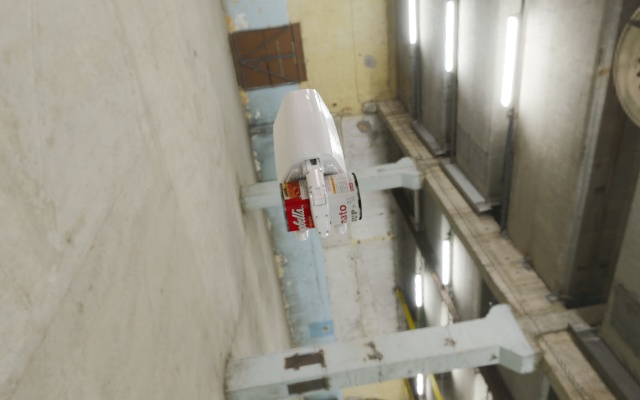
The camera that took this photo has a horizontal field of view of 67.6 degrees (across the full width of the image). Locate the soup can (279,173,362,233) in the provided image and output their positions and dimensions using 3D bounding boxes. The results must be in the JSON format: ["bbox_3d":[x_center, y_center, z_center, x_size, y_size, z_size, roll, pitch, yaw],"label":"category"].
[{"bbox_3d":[0.000,0.002,0.644,0.102,0.068,0.068,-9,0,-3],"label":"soup can"}]
